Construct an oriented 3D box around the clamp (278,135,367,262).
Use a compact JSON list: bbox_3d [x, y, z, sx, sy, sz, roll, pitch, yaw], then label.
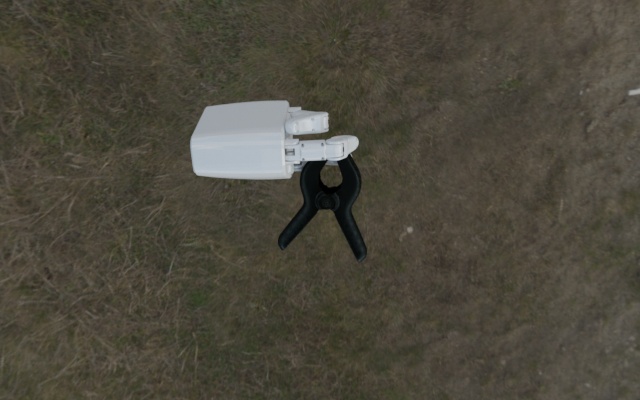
[{"bbox_3d":[0.000,0.002,0.622,0.120,0.171,0.039,-2,19,1],"label":"clamp"}]
